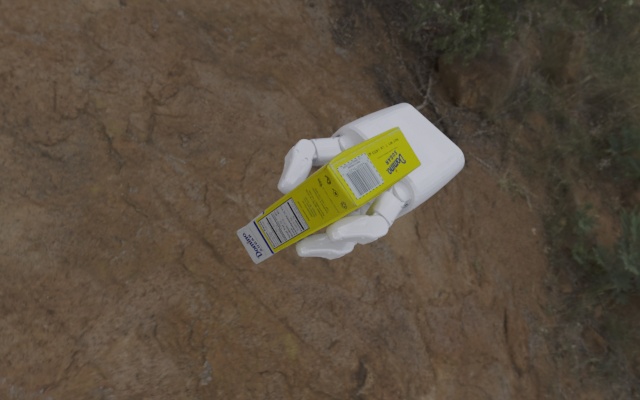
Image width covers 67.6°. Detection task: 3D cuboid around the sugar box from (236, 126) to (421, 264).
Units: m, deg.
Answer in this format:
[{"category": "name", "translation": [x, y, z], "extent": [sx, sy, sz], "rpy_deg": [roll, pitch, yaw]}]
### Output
[{"category": "sugar box", "translation": [0.001, 0.002, 0.443], "extent": [0.093, 0.048, 0.176], "rpy_deg": [-30, -5, -39]}]
